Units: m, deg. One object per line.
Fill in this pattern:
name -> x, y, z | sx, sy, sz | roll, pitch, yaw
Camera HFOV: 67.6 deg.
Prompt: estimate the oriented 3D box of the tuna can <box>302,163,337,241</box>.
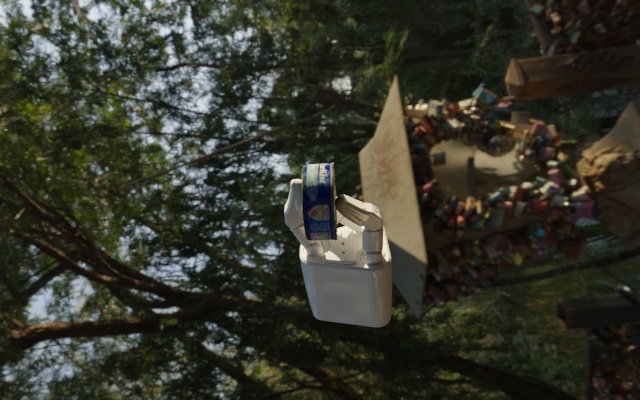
tuna can -> -0.001, 0.002, 0.527 | 0.034, 0.086, 0.086 | -2, 0, 3
